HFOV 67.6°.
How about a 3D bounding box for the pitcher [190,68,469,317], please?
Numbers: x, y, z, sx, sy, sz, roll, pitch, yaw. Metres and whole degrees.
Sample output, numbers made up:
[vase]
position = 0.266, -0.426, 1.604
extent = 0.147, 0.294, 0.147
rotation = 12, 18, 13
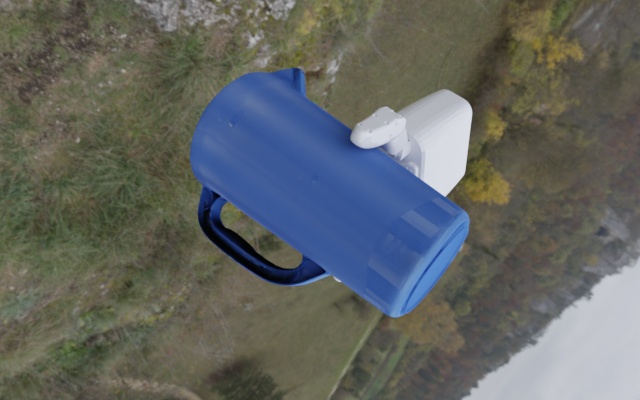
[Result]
[pitcher]
position = 0.000, 0.001, 0.441
extent = 0.242, 0.149, 0.145
rotation = 36, 49, 23
